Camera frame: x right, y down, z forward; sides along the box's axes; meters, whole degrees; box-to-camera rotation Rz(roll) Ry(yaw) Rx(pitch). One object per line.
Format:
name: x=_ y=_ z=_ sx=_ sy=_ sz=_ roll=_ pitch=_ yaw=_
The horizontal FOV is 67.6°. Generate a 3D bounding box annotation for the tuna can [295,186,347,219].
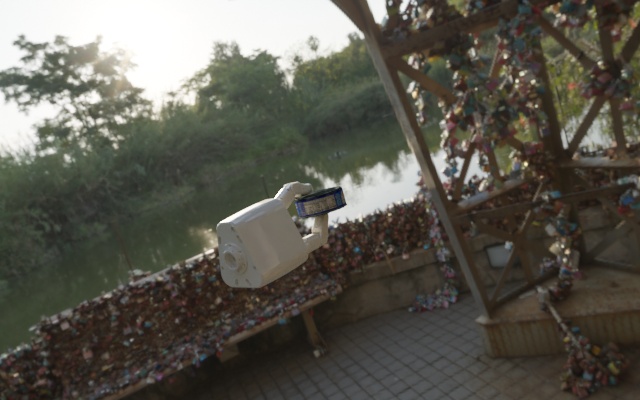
tuna can: x=0.000 y=0.002 z=0.815 sx=0.086 sy=0.034 sz=0.086 roll=-15 pitch=6 yaw=2
